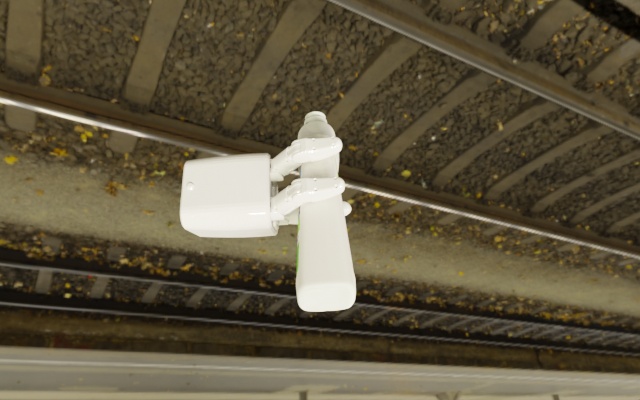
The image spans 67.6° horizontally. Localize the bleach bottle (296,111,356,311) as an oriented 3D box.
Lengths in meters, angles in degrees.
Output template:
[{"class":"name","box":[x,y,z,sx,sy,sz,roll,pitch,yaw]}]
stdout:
[{"class":"bleach bottle","box":[0.000,0.002,0.596,0.068,0.250,0.103,-3,-28,-1]}]
